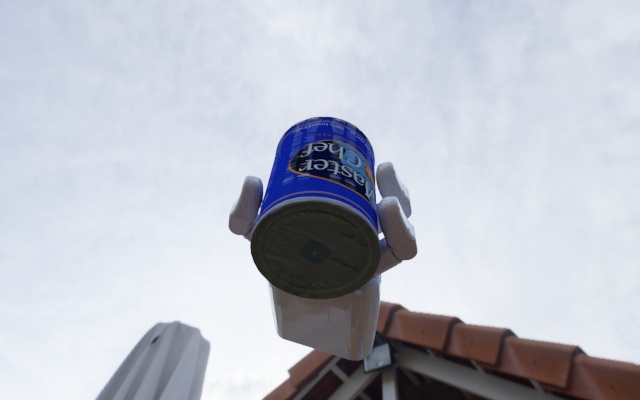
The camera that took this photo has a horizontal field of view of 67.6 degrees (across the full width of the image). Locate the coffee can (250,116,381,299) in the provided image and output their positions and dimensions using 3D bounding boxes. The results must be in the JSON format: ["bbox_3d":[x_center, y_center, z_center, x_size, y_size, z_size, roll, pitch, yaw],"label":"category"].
[{"bbox_3d":[0.000,0.001,0.428,0.103,0.103,0.140,0,36,5],"label":"coffee can"}]
